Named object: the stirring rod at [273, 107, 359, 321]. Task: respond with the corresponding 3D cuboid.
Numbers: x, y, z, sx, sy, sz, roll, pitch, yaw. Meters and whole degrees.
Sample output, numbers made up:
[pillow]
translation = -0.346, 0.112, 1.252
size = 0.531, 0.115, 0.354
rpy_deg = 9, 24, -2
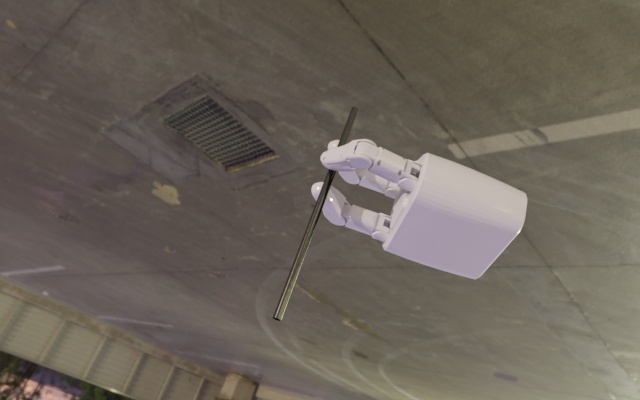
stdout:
[stirring rod]
translation = 0.000, 0.001, 0.464
size = 0.011, 0.239, 0.011
rpy_deg = 16, -27, 9
